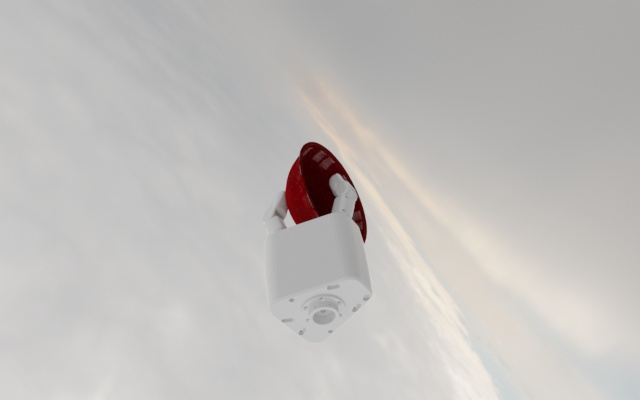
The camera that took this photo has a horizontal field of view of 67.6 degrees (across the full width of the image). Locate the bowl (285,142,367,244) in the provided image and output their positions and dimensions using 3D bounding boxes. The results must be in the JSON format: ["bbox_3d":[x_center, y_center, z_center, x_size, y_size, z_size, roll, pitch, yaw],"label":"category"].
[{"bbox_3d":[0.000,0.002,0.663,0.055,0.162,0.162,-26,-12,25],"label":"bowl"}]
